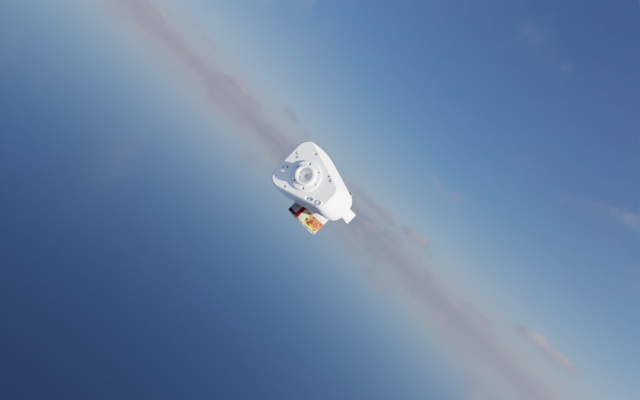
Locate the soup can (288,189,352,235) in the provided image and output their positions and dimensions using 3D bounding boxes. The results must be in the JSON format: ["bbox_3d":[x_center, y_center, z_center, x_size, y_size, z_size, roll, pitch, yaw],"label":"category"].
[{"bbox_3d":[0.001,0.003,0.876,0.068,0.102,0.068,44,2,-1],"label":"soup can"}]
